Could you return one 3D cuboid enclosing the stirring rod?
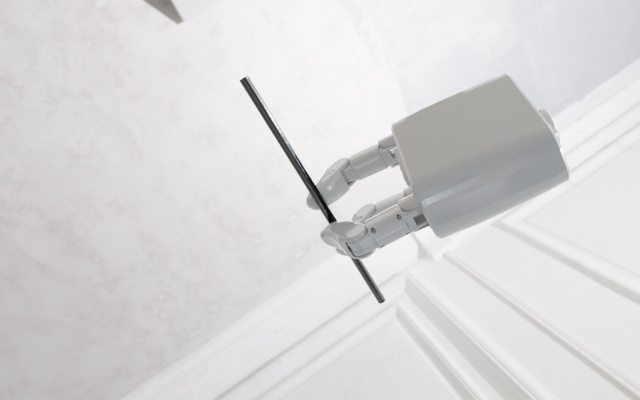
[{"bbox_3d":[0.000,0.001,0.409,0.011,0.240,0.011,-27,23,12],"label":"stirring rod"}]
